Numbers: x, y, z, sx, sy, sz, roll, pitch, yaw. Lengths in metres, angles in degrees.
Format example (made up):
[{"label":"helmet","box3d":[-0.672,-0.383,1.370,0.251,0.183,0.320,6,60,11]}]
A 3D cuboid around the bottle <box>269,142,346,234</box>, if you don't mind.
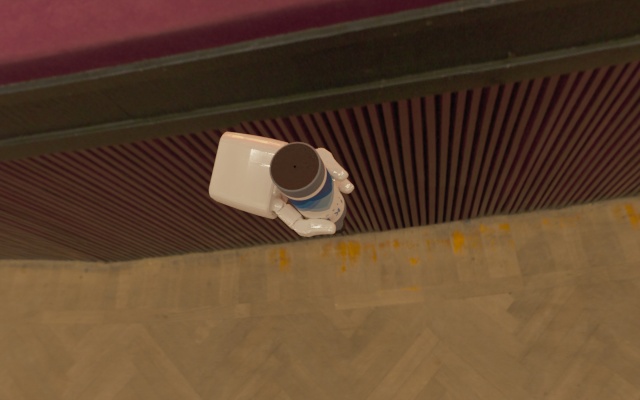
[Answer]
[{"label":"bottle","box3d":[0.000,0.002,0.724,0.069,0.069,0.296,0,-18,13]}]
